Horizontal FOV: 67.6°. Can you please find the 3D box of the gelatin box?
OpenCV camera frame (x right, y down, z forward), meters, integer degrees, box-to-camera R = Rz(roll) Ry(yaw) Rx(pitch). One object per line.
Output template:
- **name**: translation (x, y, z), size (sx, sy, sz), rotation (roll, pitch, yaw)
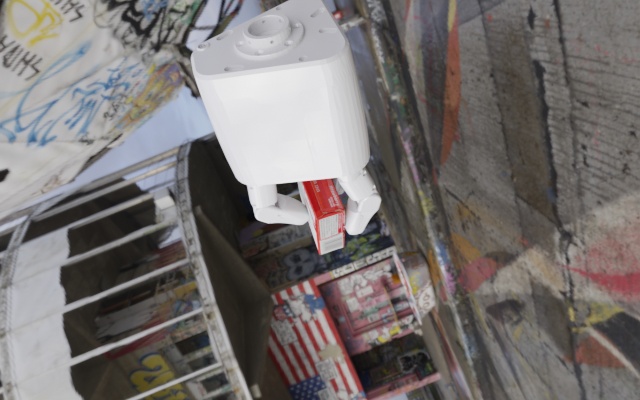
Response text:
- **gelatin box**: translation (0.000, 0.002, 0.466), size (0.030, 0.073, 0.089), rotation (-17, -27, -6)
